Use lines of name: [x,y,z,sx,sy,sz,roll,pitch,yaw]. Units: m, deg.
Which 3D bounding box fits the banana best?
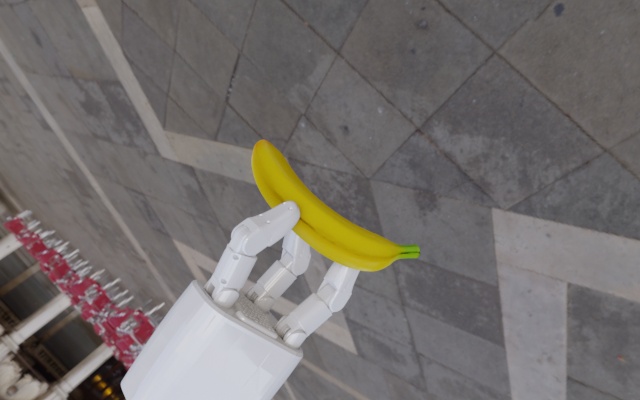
banana: [-0.007,0.007,0.435,0.197,0.037,0.069,38,28,20]
